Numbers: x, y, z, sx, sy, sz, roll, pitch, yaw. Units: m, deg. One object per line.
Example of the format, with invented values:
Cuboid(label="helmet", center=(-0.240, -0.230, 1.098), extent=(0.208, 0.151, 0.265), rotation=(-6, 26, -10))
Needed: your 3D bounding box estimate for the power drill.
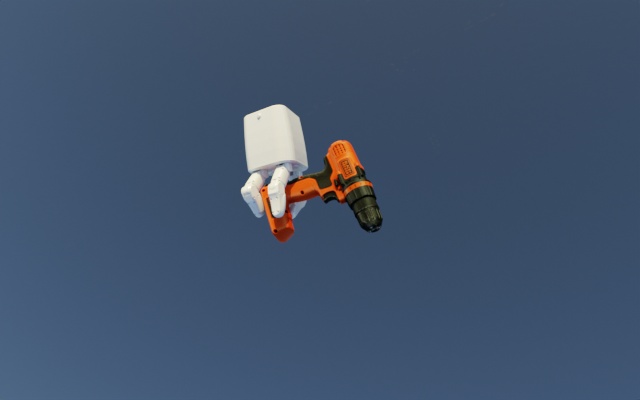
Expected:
Cuboid(label="power drill", center=(0.000, 0.003, 0.832), extent=(0.187, 0.184, 0.057), rotation=(-24, -31, 6))
